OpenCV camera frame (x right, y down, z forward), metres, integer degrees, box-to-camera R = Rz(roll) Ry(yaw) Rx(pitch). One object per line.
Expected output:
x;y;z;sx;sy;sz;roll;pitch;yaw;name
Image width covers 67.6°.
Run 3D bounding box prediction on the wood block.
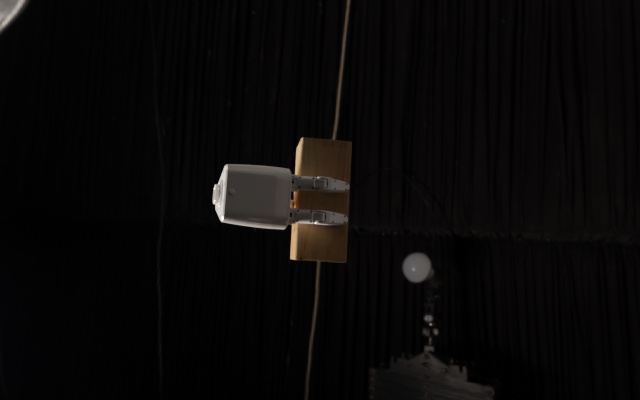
0.000;0.003;0.842;0.090;0.206;0.091;4;-7;-8;wood block
